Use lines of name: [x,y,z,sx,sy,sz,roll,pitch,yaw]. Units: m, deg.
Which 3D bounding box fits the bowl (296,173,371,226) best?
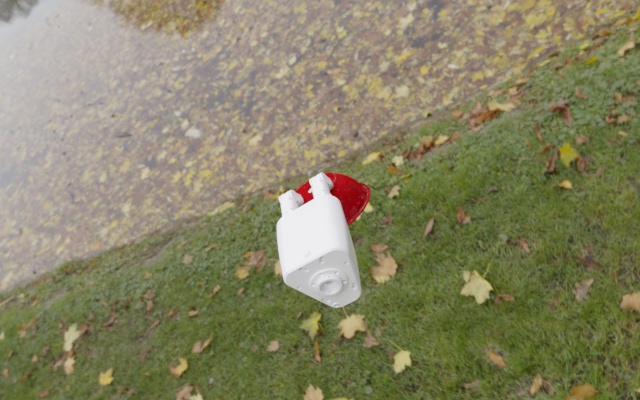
bowl: [0.000,0.002,0.793,0.162,0.055,0.162,-29,23,14]
